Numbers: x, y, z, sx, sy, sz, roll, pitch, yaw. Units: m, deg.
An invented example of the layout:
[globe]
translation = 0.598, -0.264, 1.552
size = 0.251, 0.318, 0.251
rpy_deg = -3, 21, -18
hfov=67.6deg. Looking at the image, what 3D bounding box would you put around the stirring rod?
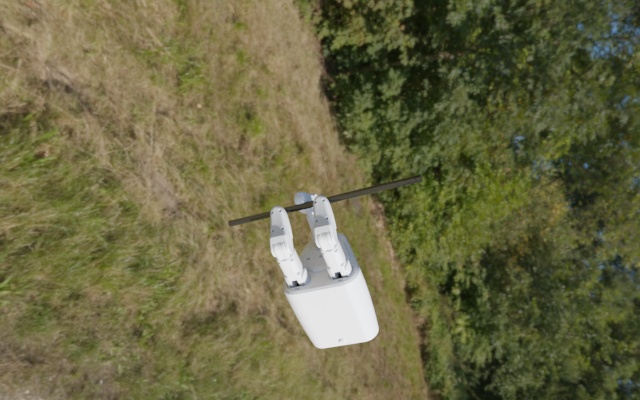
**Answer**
[stirring rod]
translation = 0.000, 0.002, 0.565
size = 0.239, 0.011, 0.011
rpy_deg = -14, -4, 15
